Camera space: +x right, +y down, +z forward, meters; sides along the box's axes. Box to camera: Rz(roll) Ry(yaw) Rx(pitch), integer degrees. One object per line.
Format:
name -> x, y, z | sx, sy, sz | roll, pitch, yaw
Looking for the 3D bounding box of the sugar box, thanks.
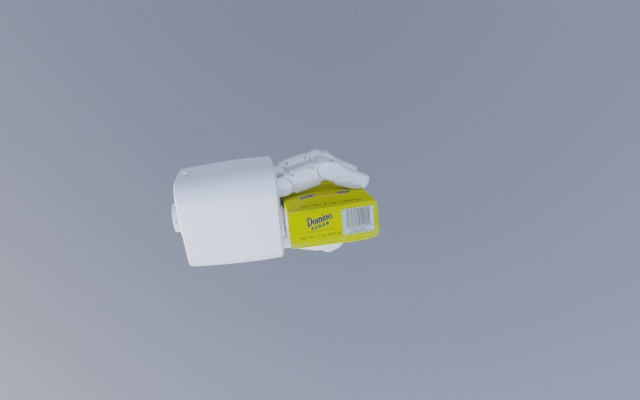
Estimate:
sugar box -> 0.000, 0.001, 0.556 | 0.093, 0.048, 0.176 | -7, 18, -8
